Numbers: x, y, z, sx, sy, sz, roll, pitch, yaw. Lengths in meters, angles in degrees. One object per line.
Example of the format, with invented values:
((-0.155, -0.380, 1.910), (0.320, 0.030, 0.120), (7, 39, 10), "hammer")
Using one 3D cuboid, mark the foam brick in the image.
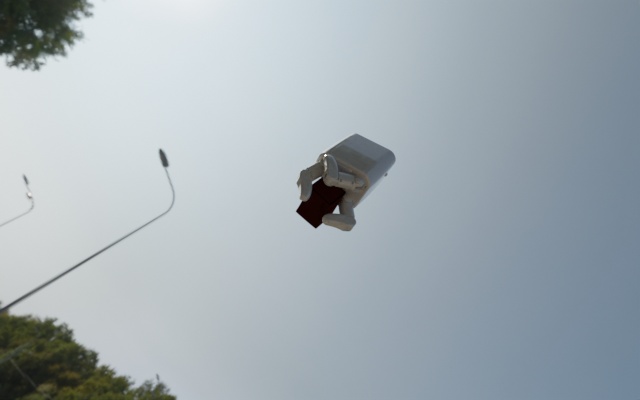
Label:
((0.000, 0.003, 0.870), (0.051, 0.053, 0.078), (-40, -12, -41), "foam brick")
